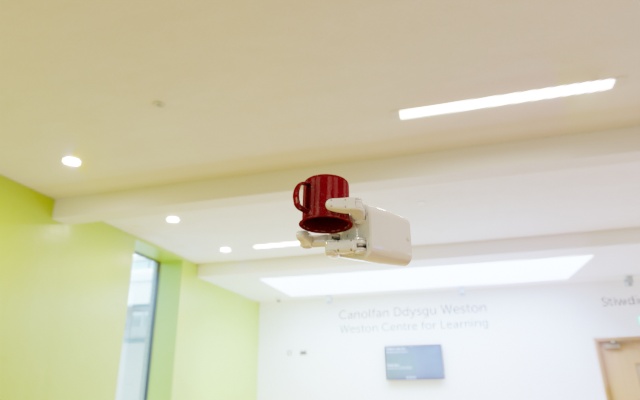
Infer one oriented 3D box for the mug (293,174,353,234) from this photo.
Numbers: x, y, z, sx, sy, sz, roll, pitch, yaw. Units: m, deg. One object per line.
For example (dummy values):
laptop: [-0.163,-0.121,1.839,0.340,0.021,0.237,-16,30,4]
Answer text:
mug: [-0.001,0.002,0.826,0.117,0.081,0.093,18,-27,-35]
